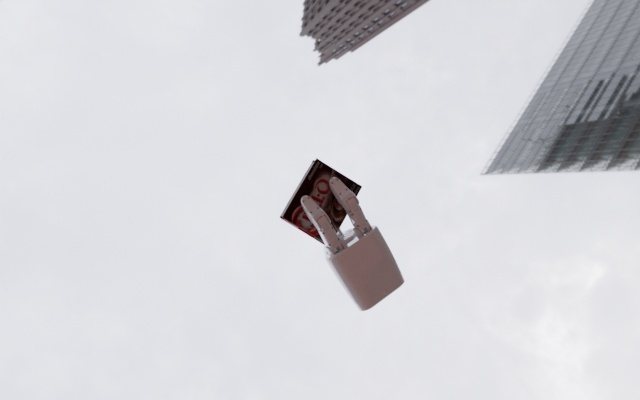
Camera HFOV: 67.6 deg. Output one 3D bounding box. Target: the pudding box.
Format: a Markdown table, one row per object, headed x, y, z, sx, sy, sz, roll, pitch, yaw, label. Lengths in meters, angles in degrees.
| x | y | z | sx | sy | sz | roll | pitch | yaw | label |
| --- | --- | --- | --- | --- | --- | --- | --- | --- | --- |
| 0.000 | 0.003 | 0.773 | 0.090 | 0.113 | 0.039 | 31 | -10 | -13 | pudding box |
